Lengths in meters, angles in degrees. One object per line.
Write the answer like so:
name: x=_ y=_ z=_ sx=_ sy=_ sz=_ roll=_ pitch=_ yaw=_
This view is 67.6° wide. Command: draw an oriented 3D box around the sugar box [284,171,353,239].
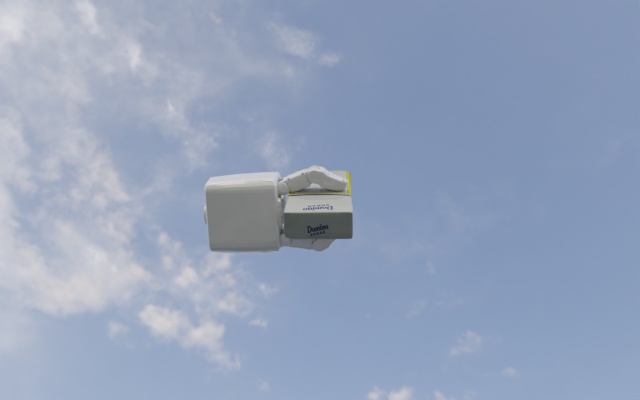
sugar box: x=0.000 y=0.003 z=0.705 sx=0.093 sy=0.048 sz=0.176 roll=0 pitch=24 yaw=3
